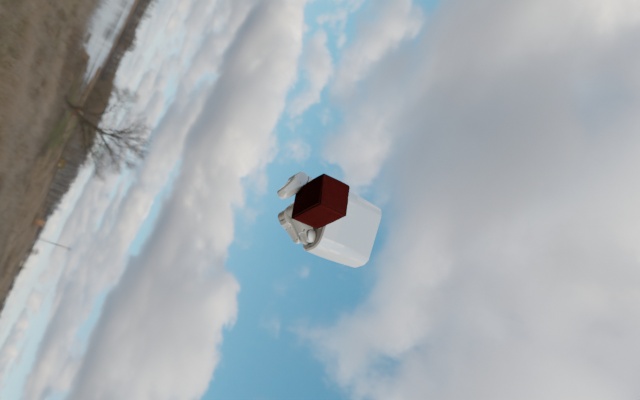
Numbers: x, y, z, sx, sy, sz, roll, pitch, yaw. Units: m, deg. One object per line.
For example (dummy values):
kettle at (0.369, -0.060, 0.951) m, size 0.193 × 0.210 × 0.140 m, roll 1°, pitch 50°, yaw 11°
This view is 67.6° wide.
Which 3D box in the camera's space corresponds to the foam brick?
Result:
foam brick at (0.000, 0.002, 0.725) m, size 0.051 × 0.053 × 0.078 m, roll 24°, pitch -31°, yaw -27°
